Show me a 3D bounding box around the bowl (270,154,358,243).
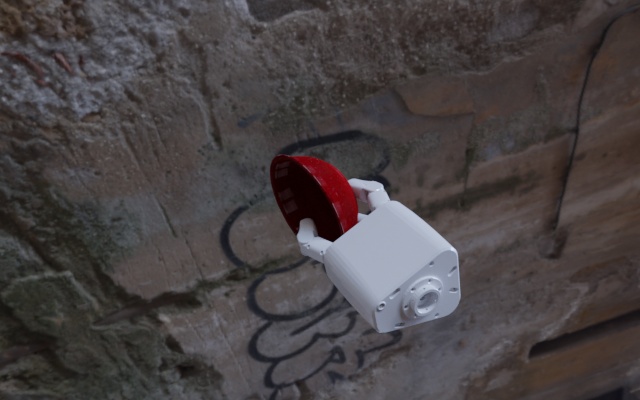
[{"bbox_3d":[0.000,0.001,0.635,0.055,0.162,0.162,-31,14,-25],"label":"bowl"}]
